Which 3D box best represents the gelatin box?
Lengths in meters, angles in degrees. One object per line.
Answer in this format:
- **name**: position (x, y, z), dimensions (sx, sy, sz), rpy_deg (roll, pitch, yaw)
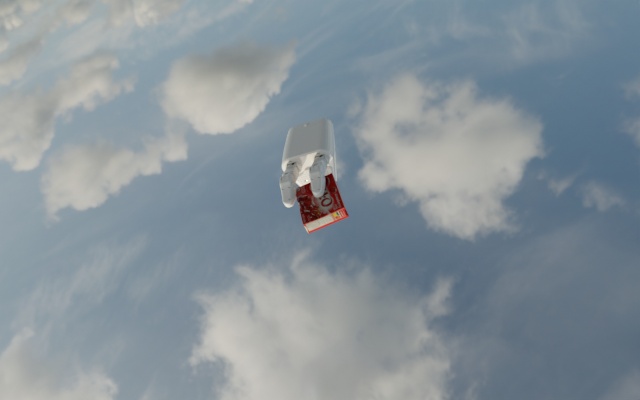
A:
- **gelatin box**: position (0.000, 0.003, 0.798), dimensions (0.073, 0.089, 0.030), rpy_deg (-23, -44, 6)
